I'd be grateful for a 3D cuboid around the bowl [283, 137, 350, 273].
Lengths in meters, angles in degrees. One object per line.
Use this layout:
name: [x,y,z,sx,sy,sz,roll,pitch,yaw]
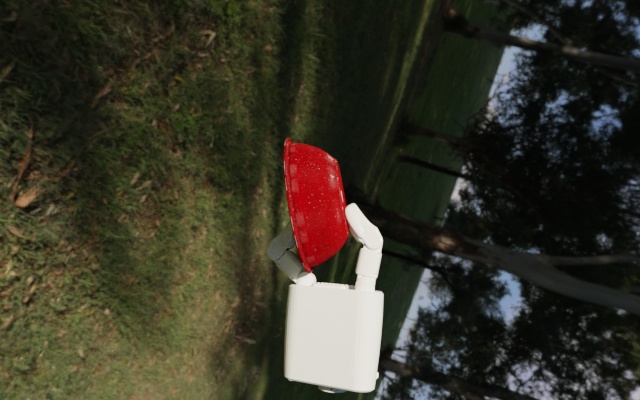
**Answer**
bowl: [0.000,0.000,0.562,0.055,0.162,0.162,-10,-1,5]
